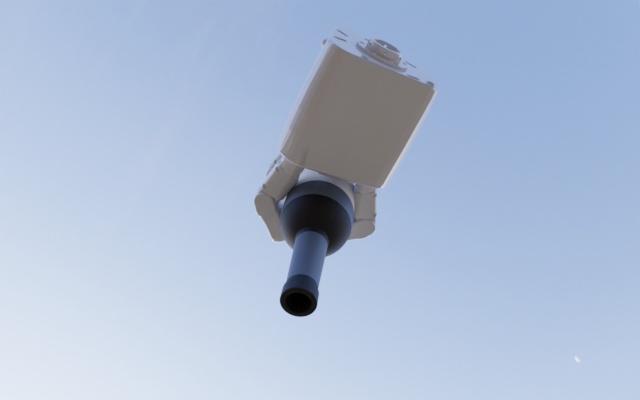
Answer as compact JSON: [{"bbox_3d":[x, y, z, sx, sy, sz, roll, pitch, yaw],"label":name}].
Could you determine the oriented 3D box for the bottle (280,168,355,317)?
[{"bbox_3d":[0.000,0.001,0.467,0.069,0.069,0.295,0,29,7],"label":"bottle"}]
